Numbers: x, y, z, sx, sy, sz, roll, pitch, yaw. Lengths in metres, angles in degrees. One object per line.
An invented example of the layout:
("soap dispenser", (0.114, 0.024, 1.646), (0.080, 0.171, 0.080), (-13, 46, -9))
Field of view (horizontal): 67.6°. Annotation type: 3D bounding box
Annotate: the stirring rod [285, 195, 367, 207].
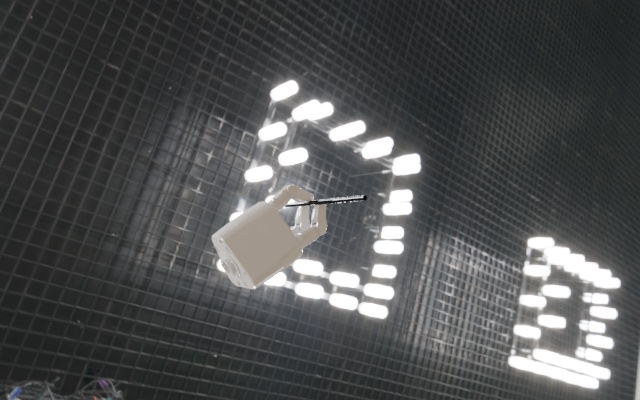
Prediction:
("stirring rod", (0.000, 0.003, 0.830), (0.011, 0.011, 0.239), (0, -3, -35))
